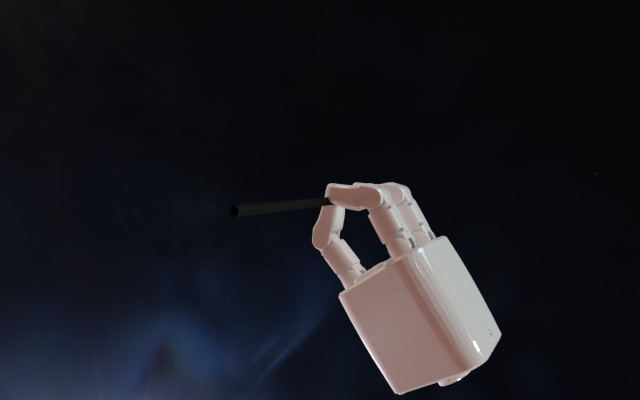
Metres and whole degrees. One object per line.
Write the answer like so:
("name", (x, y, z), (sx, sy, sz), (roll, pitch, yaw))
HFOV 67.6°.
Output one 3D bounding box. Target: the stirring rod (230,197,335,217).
("stirring rod", (0.000, 0.002, 0.434), (0.011, 0.011, 0.239), (0, 3, 30))
